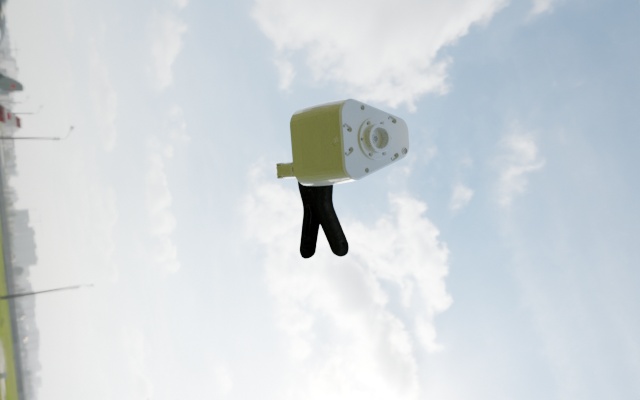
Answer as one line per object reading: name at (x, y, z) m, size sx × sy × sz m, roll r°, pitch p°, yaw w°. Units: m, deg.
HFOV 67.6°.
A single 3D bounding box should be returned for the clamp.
clamp at (0.001, 0.002, 0.662) m, size 0.039 × 0.171 × 0.120 m, roll -7°, pitch 4°, yaw -33°
